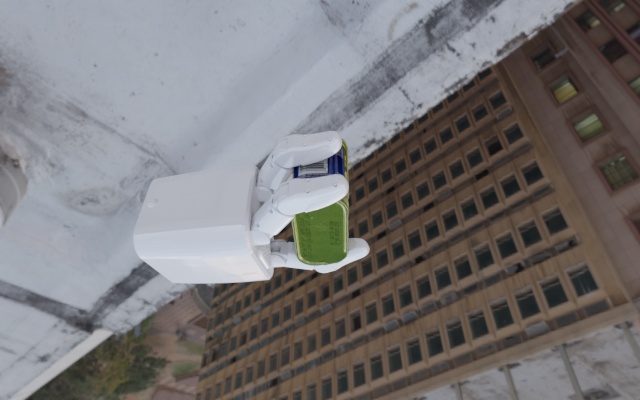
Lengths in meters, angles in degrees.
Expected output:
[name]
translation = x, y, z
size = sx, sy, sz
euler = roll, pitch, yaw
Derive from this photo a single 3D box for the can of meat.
[can of meat]
translation = 0.000, 0.002, 0.464
size = 0.057, 0.083, 0.102
euler = -2, -44, 2
